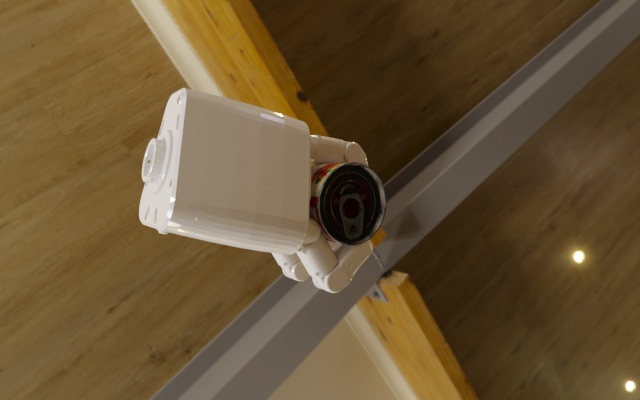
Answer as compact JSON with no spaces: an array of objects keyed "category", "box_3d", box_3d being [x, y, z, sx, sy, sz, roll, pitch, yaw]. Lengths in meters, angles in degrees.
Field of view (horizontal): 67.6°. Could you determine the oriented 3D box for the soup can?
[{"category":"soup can","box_3d":[0.000,0.001,0.428,0.068,0.068,0.102,0,2,-33]}]
